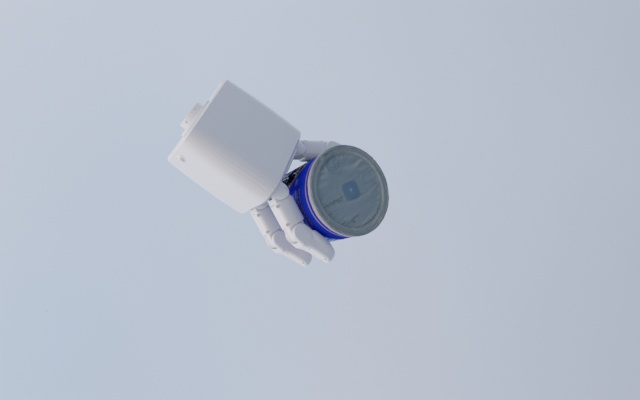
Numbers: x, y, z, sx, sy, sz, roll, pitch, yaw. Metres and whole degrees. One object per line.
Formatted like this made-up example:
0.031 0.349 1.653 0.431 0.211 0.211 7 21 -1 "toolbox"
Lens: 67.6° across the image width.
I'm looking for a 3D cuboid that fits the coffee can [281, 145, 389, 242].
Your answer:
0.000 0.002 0.579 0.103 0.103 0.140 0 -11 -30 "coffee can"
